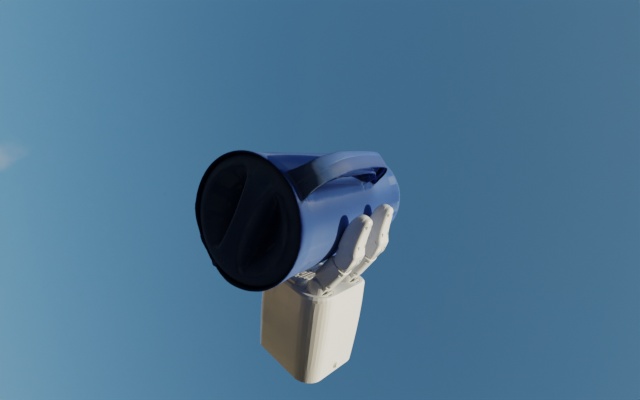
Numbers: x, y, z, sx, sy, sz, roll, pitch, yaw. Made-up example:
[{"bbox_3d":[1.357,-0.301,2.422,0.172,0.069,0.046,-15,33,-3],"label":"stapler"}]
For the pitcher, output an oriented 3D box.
[{"bbox_3d":[0.000,0.002,0.530,0.149,0.145,0.243,17,17,31],"label":"pitcher"}]
